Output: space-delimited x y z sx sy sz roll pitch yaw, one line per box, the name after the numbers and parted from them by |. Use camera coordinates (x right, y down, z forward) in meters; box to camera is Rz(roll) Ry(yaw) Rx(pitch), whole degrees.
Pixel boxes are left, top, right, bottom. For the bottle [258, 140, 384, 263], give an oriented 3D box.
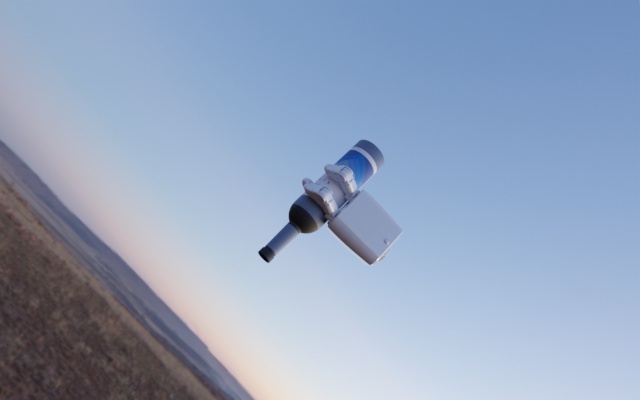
0.000 0.003 0.872 0.295 0.069 0.069 -44 20 -22 | bottle
